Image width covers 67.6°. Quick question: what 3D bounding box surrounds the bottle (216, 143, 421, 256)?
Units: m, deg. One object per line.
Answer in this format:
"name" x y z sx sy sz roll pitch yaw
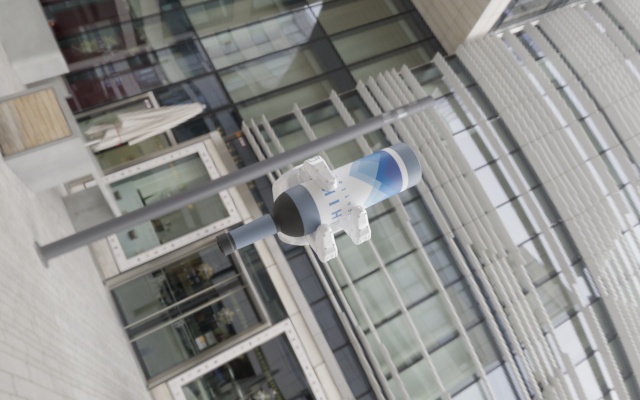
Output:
"bottle" 0.000 0.002 0.649 0.295 0.069 0.069 -24 8 -20
